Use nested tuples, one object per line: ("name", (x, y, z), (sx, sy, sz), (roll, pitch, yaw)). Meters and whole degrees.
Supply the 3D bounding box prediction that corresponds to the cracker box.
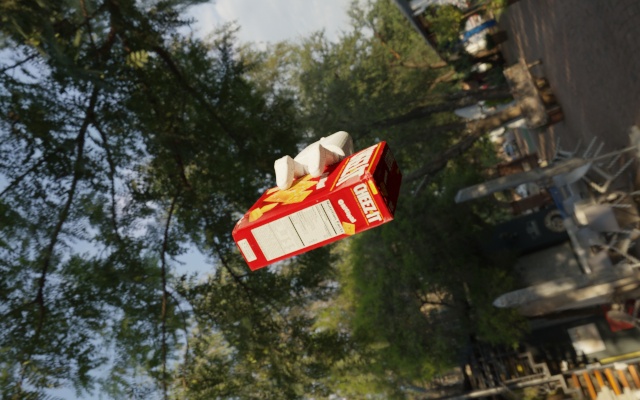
("cracker box", (0.000, 0.002, 0.679), (0.214, 0.072, 0.164), (-22, 15, 21))
